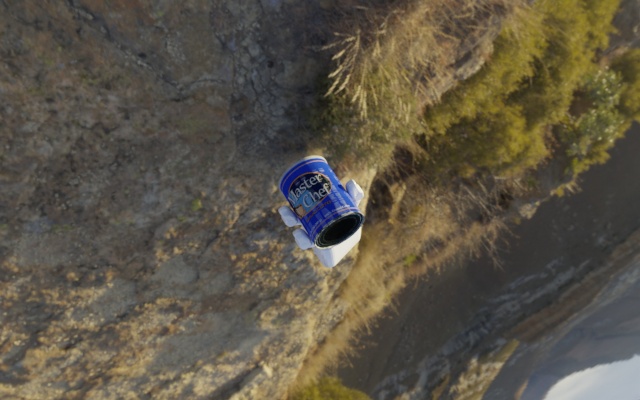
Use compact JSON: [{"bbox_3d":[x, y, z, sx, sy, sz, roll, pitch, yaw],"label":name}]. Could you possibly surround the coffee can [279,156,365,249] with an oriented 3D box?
[{"bbox_3d":[0.000,0.003,0.869,0.103,0.140,0.103,-25,-29,-15],"label":"coffee can"}]
